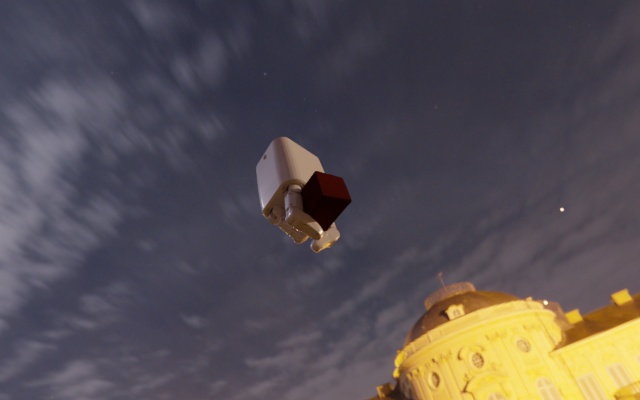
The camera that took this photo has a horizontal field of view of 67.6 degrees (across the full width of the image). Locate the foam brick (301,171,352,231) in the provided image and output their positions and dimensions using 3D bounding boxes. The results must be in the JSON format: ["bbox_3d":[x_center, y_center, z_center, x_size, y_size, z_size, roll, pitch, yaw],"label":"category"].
[{"bbox_3d":[0.000,0.002,0.721,0.053,0.051,0.078,14,-47,-31],"label":"foam brick"}]
